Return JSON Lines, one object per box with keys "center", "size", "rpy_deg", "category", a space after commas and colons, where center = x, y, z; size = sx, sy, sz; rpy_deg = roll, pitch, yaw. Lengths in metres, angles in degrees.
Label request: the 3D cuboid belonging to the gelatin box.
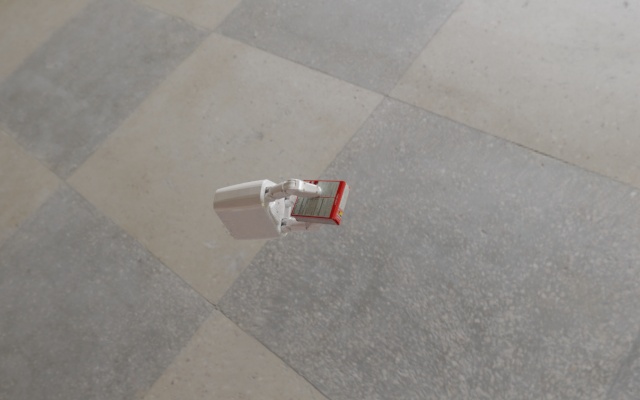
{"center": [0.000, 0.003, 0.828], "size": [0.089, 0.073, 0.030], "rpy_deg": [2, -27, 33], "category": "gelatin box"}
